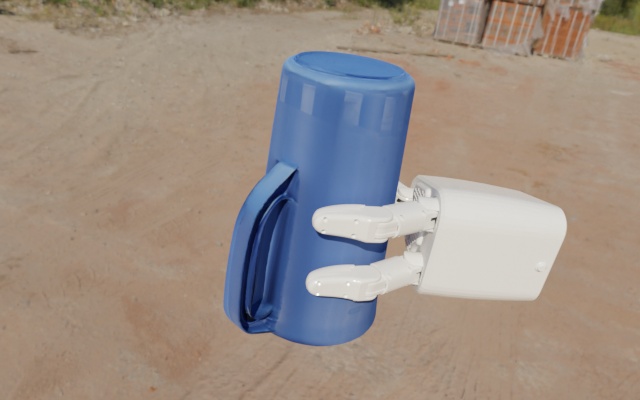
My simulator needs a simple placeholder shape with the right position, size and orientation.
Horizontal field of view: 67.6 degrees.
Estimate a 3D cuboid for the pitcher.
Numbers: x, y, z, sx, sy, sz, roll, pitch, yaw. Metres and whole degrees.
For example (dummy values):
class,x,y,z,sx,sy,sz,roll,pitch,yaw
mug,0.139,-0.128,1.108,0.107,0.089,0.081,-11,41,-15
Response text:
class,x,y,z,sx,sy,sz,roll,pitch,yaw
pitcher,0.000,0.001,0.424,0.145,0.243,0.149,7,26,-4
